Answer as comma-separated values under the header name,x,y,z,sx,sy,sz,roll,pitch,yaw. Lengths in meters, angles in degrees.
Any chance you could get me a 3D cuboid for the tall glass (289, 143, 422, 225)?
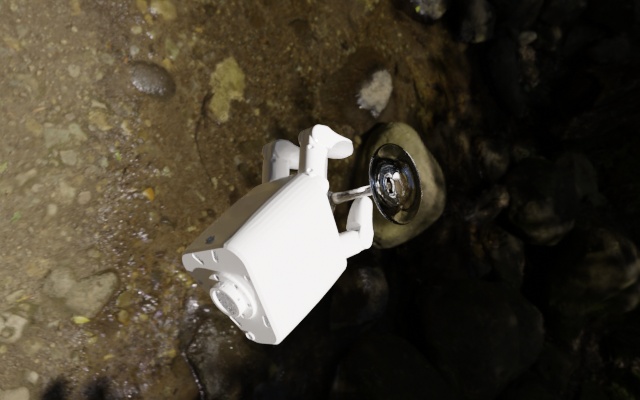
name,x,y,z,sx,sy,sz,roll,pitch,yaw
tall glass,0.001,0.001,0.494,0.079,0.079,0.201,0,-9,-44
